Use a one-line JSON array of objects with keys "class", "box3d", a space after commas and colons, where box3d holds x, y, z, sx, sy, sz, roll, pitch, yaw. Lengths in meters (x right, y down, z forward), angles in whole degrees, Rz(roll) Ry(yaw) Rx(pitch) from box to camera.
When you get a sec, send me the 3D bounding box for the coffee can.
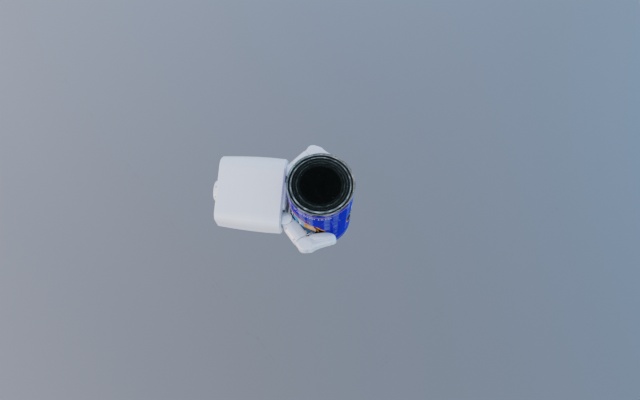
[{"class": "coffee can", "box3d": [0.000, 0.003, 0.760, 0.103, 0.102, 0.140, 0, -23, 0]}]
